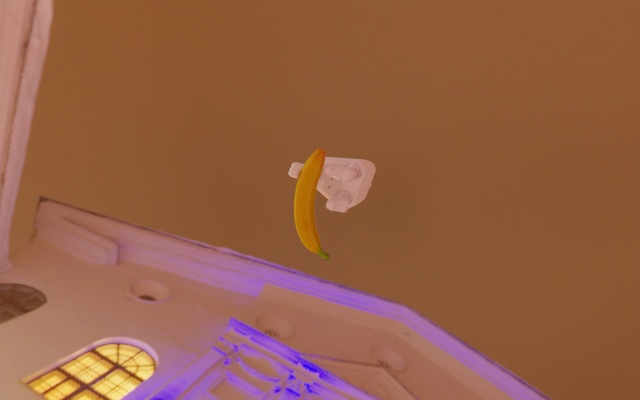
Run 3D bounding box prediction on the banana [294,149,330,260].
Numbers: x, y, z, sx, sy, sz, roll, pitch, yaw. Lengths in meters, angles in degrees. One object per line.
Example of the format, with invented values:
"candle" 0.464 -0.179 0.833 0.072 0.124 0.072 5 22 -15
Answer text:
"banana" -0.017 0.007 0.864 0.069 0.198 0.037 -2 4 23
